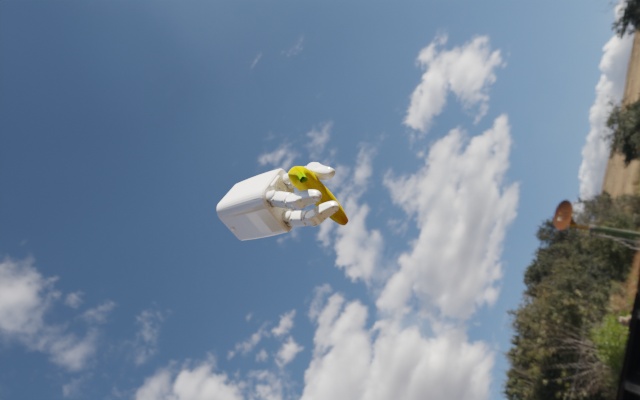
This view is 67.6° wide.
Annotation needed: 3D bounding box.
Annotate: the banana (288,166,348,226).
[{"bbox_3d":[-0.009,-0.012,0.837,0.037,0.069,0.198,-35,-34,9],"label":"banana"}]
